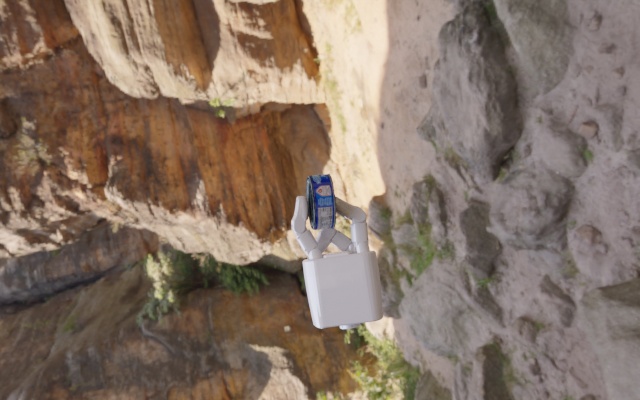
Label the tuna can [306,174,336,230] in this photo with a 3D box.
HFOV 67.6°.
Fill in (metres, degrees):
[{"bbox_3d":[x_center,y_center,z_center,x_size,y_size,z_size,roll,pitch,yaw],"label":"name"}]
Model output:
[{"bbox_3d":[0.000,0.002,0.736,0.034,0.086,0.086,-5,1,-8],"label":"tuna can"}]
